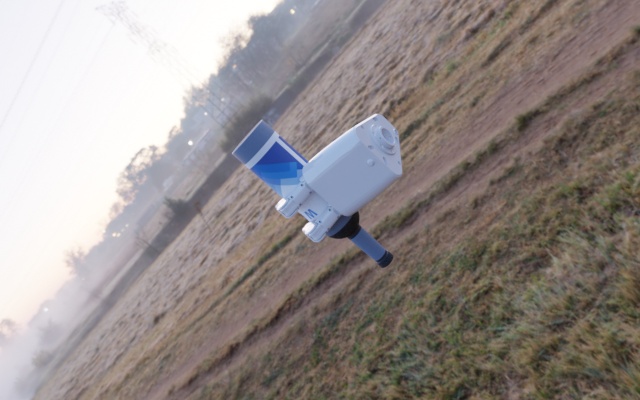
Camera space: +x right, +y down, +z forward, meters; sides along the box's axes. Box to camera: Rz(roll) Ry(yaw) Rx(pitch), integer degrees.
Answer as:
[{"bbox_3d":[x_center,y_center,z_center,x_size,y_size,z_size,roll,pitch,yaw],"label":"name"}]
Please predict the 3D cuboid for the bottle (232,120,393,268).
[{"bbox_3d":[0.000,0.002,0.727,0.296,0.069,0.069,42,-12,-14],"label":"bottle"}]
